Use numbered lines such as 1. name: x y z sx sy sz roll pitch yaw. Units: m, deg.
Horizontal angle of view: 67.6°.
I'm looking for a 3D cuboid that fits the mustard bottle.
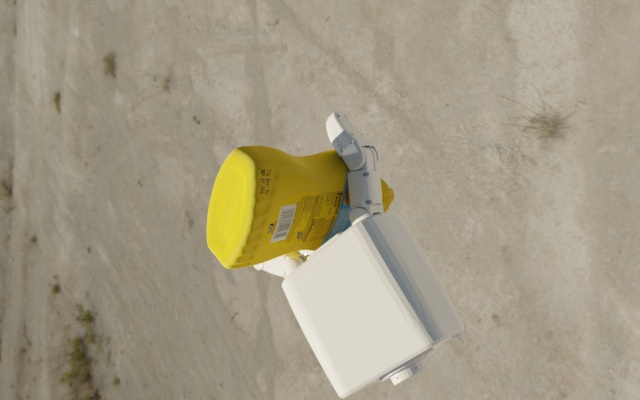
1. mustard bottle: 0.000 0.001 0.419 0.191 0.096 0.058 -5 33 -43
